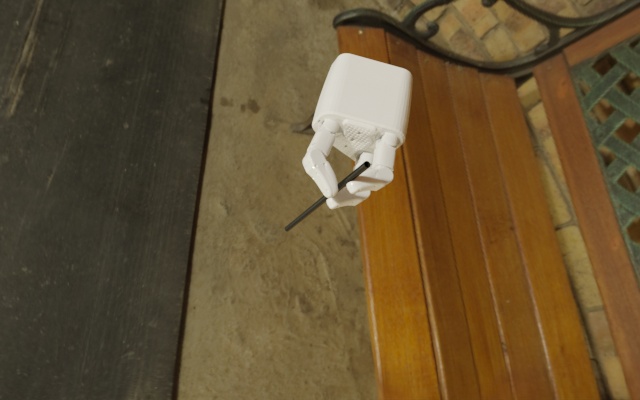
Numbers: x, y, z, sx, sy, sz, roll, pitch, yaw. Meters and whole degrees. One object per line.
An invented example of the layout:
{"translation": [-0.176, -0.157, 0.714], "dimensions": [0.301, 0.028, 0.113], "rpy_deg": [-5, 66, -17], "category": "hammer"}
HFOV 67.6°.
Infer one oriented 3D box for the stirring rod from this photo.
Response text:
{"translation": [0.000, 0.002, 0.611], "dimensions": [0.011, 0.011, 0.240], "rpy_deg": [0, -20, -26], "category": "stirring rod"}
